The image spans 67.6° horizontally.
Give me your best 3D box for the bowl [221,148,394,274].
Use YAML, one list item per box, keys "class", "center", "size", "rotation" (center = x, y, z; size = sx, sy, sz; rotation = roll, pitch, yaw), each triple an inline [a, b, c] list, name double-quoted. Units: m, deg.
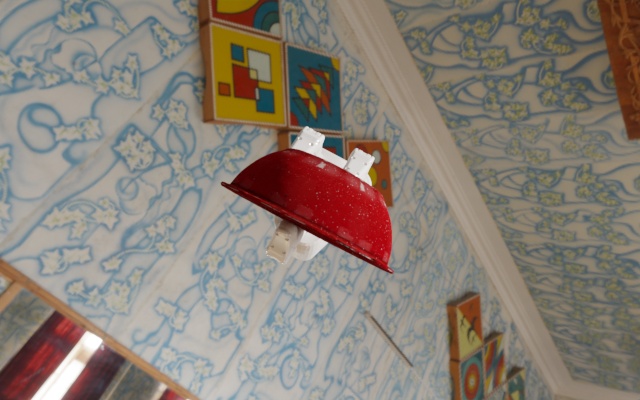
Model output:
- class: "bowl"
  center: [0.001, 0.001, 0.403]
  size: [0.162, 0.055, 0.162]
  rotation: [27, -4, 2]
